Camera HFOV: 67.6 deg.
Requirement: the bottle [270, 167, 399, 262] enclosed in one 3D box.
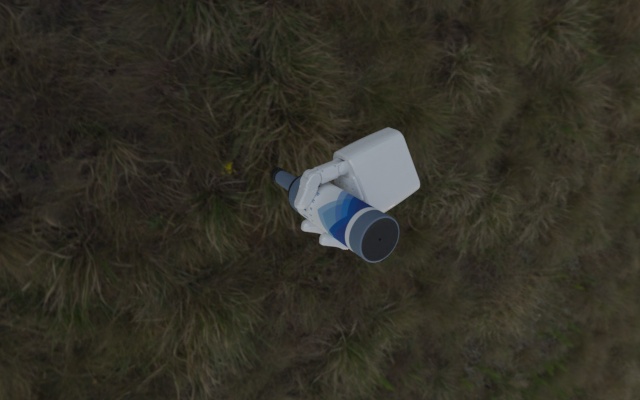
[{"bbox_3d":[0.000,0.003,0.739,0.069,0.069,0.295,0,19,-34],"label":"bottle"}]
